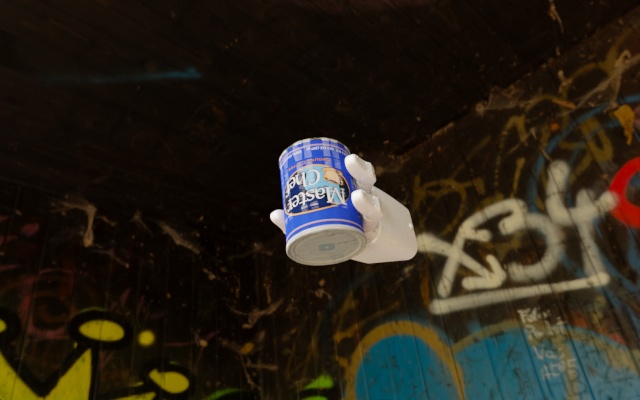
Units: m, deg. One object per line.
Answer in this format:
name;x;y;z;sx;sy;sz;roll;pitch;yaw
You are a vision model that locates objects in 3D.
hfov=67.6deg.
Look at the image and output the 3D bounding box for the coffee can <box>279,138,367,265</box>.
coffee can;0.000;0.002;0.640;0.103;0.140;0.103;-6;-31;-3
